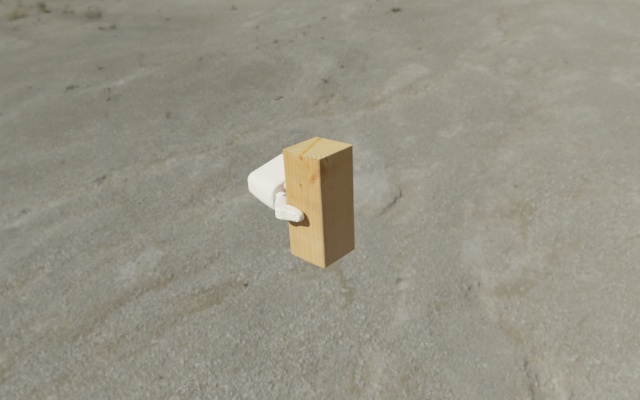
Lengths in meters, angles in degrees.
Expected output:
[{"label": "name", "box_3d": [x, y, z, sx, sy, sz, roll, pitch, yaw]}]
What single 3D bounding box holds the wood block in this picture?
[{"label": "wood block", "box_3d": [0.000, 0.003, 0.858, 0.090, 0.206, 0.091, 19, 33, 40]}]
